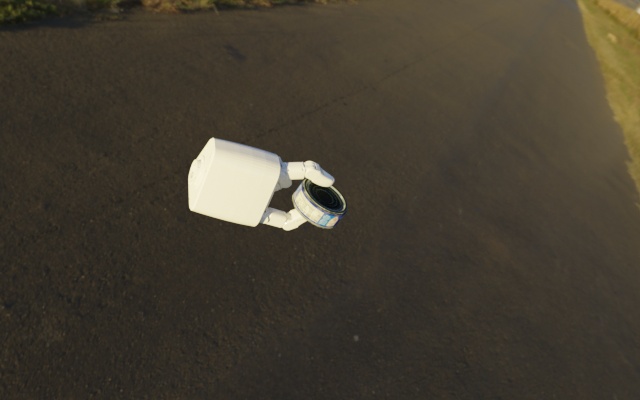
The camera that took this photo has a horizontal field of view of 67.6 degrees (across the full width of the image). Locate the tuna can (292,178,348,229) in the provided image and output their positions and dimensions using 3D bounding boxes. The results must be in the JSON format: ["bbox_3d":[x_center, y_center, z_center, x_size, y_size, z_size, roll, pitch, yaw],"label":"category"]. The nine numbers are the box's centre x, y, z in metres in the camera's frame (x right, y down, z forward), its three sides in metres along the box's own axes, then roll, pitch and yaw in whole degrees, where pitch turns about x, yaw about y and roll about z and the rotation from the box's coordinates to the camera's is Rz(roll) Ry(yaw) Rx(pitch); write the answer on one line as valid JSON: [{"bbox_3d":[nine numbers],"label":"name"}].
[{"bbox_3d":[0.000,0.002,0.759,0.086,0.086,0.034,0,-44,-47],"label":"tuna can"}]
